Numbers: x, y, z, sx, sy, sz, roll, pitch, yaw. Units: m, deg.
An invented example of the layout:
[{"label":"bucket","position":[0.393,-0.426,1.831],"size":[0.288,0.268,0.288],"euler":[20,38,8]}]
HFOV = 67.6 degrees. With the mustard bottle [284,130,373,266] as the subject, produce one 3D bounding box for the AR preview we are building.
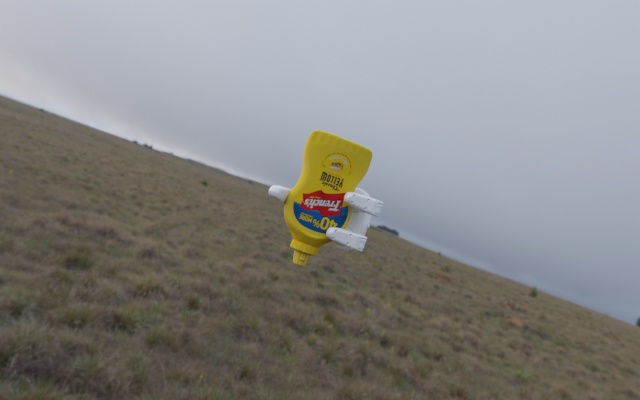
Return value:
[{"label":"mustard bottle","position":[0.000,0.002,0.690],"size":[0.096,0.191,0.058],"euler":[20,-1,-12]}]
